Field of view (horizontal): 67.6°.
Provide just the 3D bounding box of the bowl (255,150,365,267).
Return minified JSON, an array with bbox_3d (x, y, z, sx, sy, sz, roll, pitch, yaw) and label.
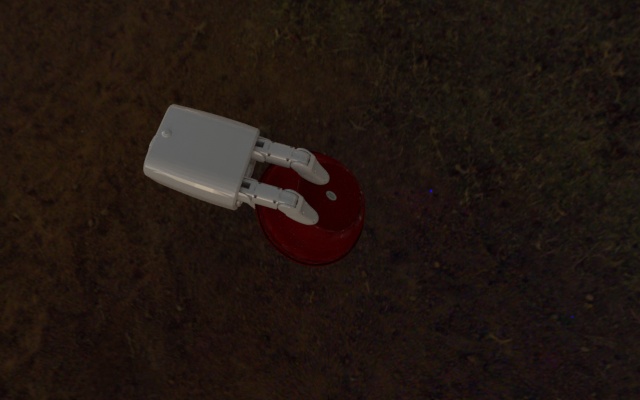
[{"bbox_3d":[0.001,0.002,0.617,0.162,0.162,0.055,0,-15,-27],"label":"bowl"}]
